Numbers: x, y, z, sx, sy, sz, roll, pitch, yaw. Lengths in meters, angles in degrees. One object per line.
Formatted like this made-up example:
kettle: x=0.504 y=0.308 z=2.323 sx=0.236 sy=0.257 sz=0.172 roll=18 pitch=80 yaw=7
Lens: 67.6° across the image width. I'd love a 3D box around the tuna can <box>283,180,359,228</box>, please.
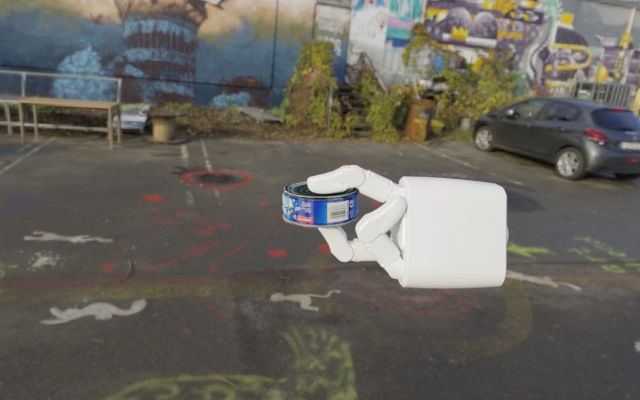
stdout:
tuna can: x=0.000 y=0.001 z=0.535 sx=0.086 sy=0.034 sz=0.086 roll=0 pitch=15 yaw=0
